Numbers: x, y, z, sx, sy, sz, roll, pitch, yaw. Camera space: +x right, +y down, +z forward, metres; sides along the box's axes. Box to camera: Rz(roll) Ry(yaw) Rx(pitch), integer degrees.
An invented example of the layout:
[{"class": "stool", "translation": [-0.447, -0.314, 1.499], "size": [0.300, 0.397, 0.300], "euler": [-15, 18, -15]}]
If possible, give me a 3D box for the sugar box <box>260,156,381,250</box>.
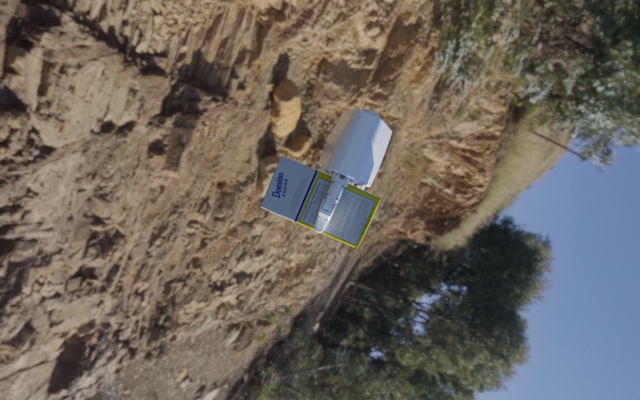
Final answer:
[{"class": "sugar box", "translation": [0.000, 0.002, 0.789], "size": [0.176, 0.093, 0.048], "euler": [24, 6, 4]}]
